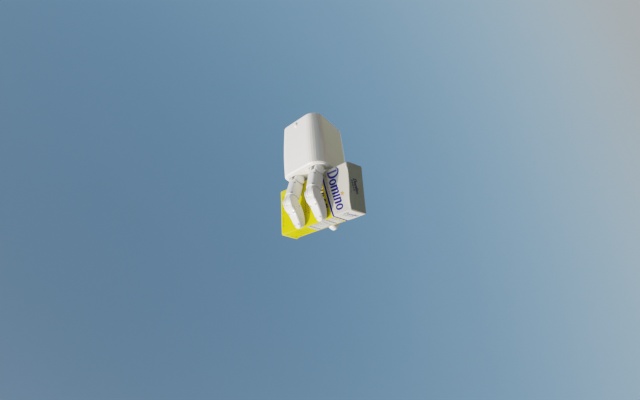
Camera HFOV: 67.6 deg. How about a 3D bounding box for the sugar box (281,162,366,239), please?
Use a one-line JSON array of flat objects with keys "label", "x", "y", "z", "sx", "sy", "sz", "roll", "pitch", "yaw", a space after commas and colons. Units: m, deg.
[{"label": "sugar box", "x": 0.000, "y": 0.003, "z": 0.871, "sx": 0.048, "sy": 0.093, "sz": 0.176, "roll": 16, "pitch": -29, "yaw": -41}]
